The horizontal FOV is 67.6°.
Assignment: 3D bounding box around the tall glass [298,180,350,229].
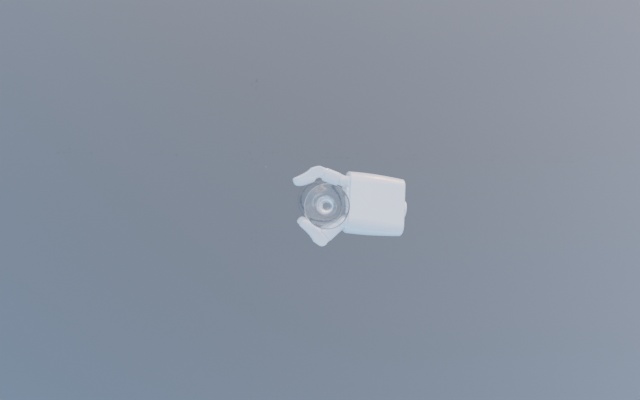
[{"bbox_3d":[0.000,0.003,0.864,0.079,0.079,0.201,0,4,-7],"label":"tall glass"}]
